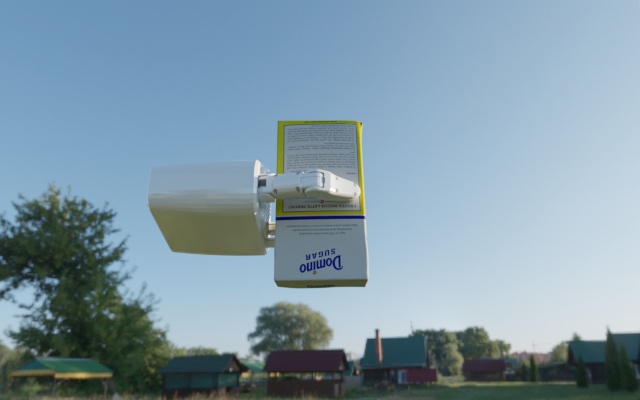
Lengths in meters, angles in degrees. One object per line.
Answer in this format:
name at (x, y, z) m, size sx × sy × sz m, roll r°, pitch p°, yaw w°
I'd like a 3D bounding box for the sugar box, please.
sugar box at (0.000, 0.002, 0.500) m, size 0.093 × 0.176 × 0.048 m, roll 0°, pitch -19°, yaw 1°
